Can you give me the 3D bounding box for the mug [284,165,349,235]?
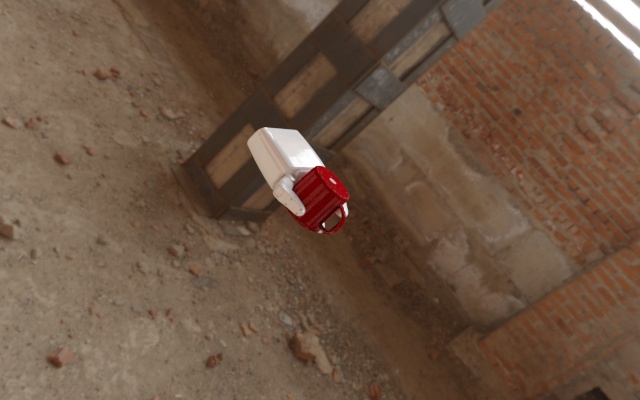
[{"bbox_3d":[0.001,0.004,0.811,0.081,0.117,0.093,-43,-27,18],"label":"mug"}]
